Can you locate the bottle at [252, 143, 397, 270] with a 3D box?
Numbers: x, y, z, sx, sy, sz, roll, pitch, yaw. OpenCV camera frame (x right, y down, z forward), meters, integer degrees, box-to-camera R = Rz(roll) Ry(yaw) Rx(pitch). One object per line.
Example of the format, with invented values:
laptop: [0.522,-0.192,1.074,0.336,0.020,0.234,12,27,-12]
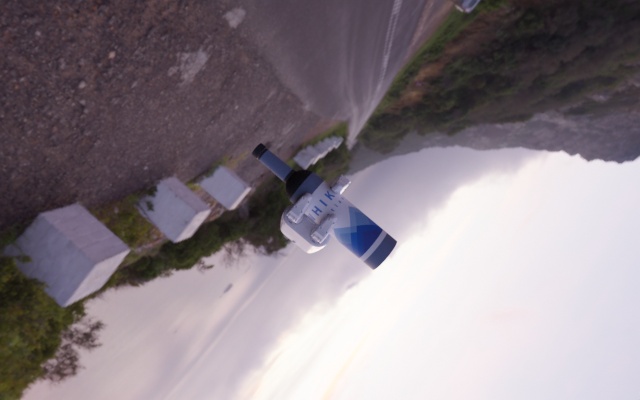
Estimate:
bottle: [0.000,0.003,0.839,0.295,0.069,0.069,40,1,1]
